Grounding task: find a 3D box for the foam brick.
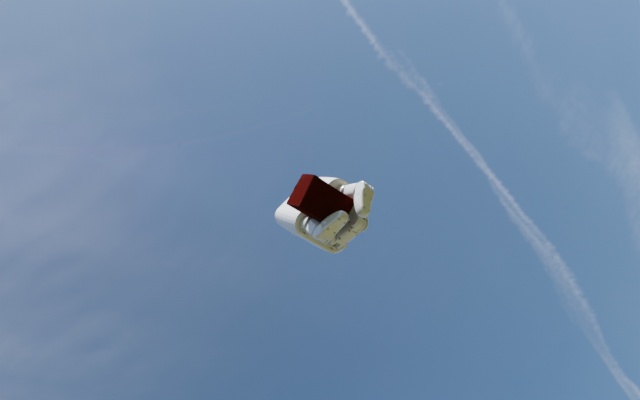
[{"bbox_3d":[0.000,0.002,0.697,0.078,0.053,0.051,32,-7,-25],"label":"foam brick"}]
